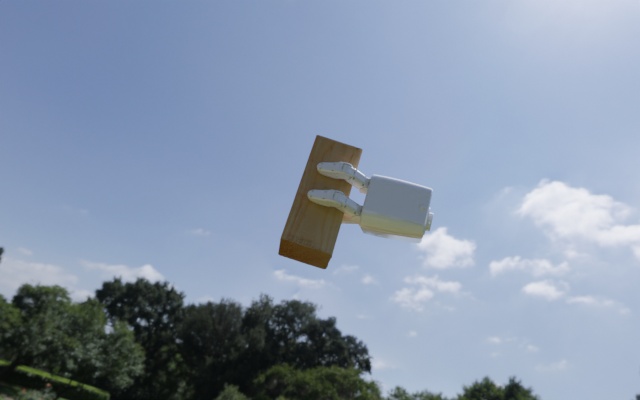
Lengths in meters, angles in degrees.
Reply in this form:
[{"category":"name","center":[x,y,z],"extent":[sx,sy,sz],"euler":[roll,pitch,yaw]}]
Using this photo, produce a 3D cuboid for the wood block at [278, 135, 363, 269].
[{"category":"wood block","center":[0.001,0.003,0.842],"extent":[0.090,0.206,0.091],"euler":[18,-25,1]}]
